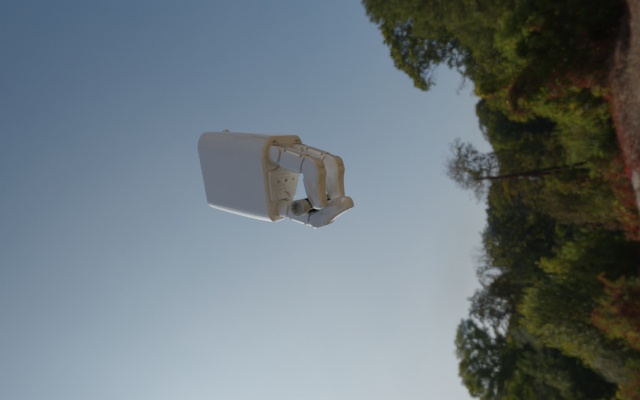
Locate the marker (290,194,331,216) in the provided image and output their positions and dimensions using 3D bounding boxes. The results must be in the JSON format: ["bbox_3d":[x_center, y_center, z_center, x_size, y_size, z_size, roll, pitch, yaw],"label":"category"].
[{"bbox_3d":[0.000,0.002,0.598,0.020,0.020,0.121,0,7,27],"label":"marker"}]
